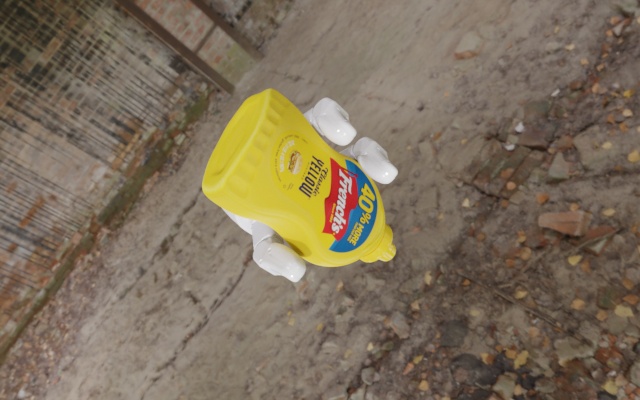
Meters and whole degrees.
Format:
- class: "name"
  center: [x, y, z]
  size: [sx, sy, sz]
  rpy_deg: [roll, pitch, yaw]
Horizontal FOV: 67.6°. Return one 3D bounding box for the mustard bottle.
- class: "mustard bottle"
  center: [0.000, 0.001, 0.403]
  size: [0.192, 0.096, 0.058]
  rpy_deg: [37, -29, -32]
